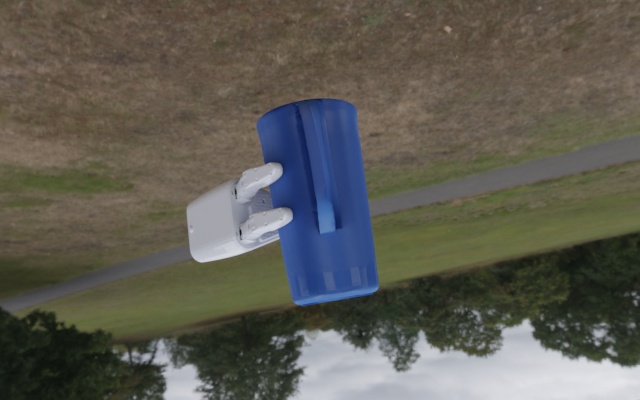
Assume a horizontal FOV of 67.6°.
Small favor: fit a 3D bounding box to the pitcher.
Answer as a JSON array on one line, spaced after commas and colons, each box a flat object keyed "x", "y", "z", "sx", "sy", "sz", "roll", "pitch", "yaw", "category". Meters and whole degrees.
[{"x": 0.000, "y": 0.002, "z": 0.595, "sx": 0.145, "sy": 0.242, "sz": 0.149, "roll": -20, "pitch": -15, "yaw": 40, "category": "pitcher"}]
